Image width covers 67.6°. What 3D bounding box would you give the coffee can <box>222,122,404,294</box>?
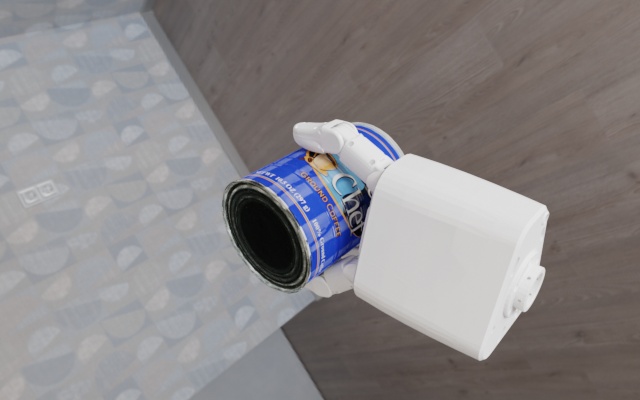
[{"bbox_3d":[0.000,0.001,0.424,0.103,0.103,0.140,0,25,47],"label":"coffee can"}]
